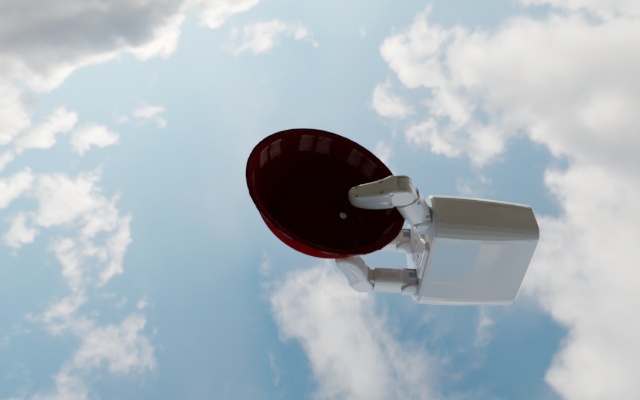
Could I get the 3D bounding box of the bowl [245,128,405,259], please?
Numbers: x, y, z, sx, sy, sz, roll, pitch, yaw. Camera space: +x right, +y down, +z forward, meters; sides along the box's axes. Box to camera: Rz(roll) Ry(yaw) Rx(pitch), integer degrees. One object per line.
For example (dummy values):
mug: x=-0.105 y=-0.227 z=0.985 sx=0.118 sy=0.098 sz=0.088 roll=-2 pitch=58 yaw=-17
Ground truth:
bowl: x=-0.001 y=0.001 z=0.475 sx=0.162 sy=0.162 sz=0.055 roll=0 pitch=-40 yaw=-24
